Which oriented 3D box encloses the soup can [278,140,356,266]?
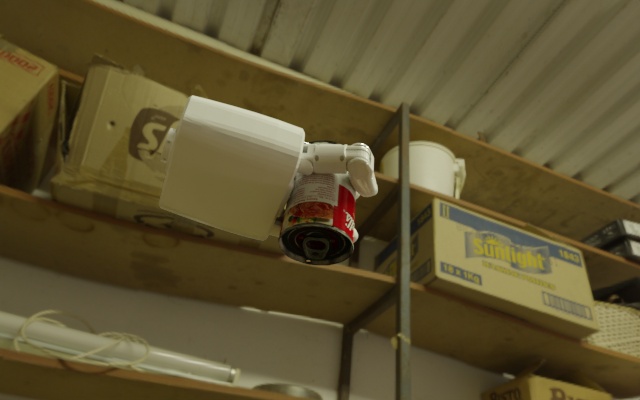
[{"bbox_3d":[0.001,0.001,0.457,0.068,0.102,0.069,4,-37,3],"label":"soup can"}]
